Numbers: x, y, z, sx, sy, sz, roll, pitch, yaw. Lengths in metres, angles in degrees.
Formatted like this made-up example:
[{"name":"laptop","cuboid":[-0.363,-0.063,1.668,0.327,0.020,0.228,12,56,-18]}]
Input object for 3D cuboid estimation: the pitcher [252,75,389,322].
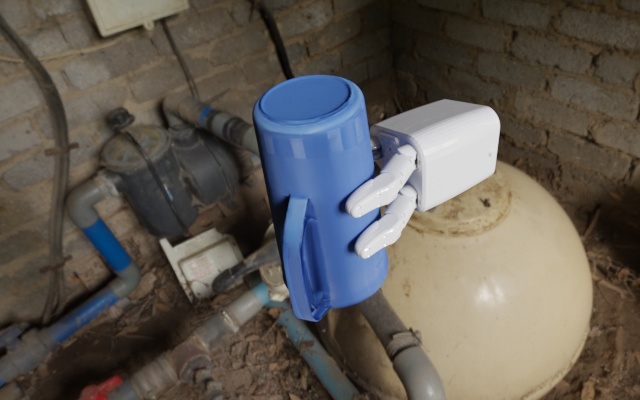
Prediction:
[{"name":"pitcher","cuboid":[0.000,0.002,0.515,0.145,0.243,0.149,-23,41,-15]}]
